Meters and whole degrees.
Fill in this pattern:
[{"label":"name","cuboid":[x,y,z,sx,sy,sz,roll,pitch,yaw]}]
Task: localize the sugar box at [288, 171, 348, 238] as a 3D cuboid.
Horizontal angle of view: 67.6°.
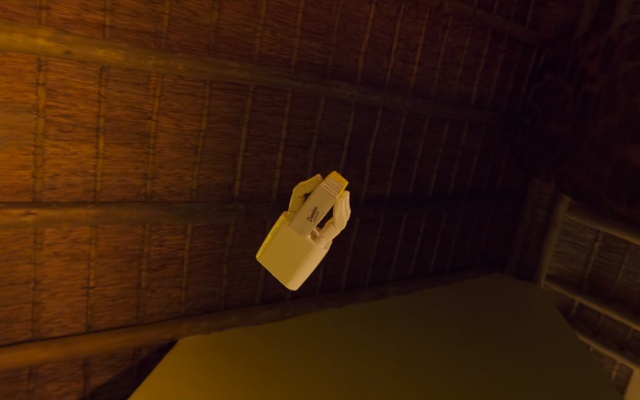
[{"label":"sugar box","cuboid":[0.001,0.003,0.881,0.048,0.093,0.176,37,16,-2]}]
